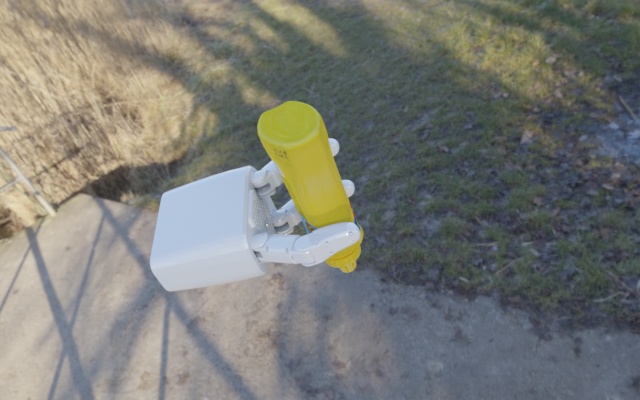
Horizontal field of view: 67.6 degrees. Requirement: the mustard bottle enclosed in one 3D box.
[{"bbox_3d":[0.000,0.001,0.478,0.058,0.192,0.096,-27,34,-8],"label":"mustard bottle"}]
